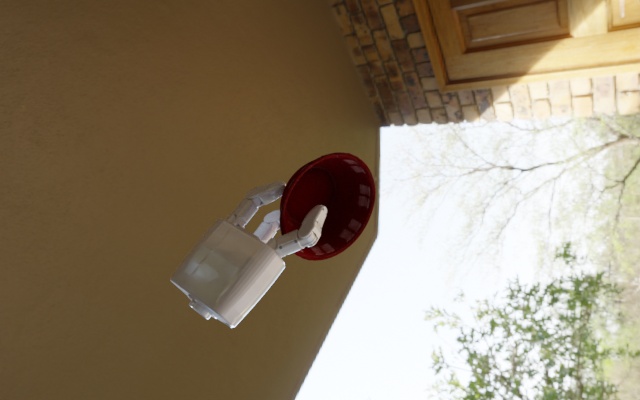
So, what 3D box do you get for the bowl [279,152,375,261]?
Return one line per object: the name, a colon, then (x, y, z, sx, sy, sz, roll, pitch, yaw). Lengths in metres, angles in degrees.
bowl: (0.001, 0.001, 0.684, 0.162, 0.162, 0.055, 0, 21, -36)
